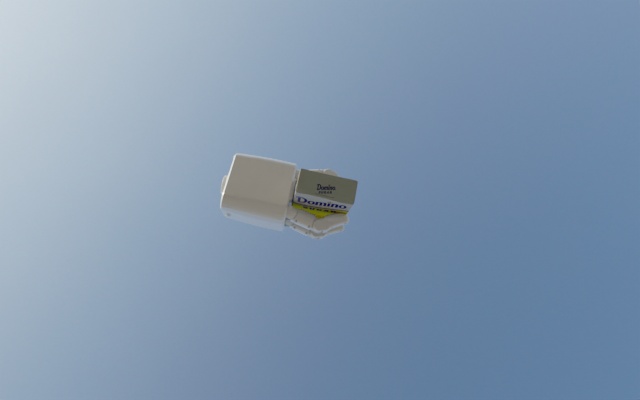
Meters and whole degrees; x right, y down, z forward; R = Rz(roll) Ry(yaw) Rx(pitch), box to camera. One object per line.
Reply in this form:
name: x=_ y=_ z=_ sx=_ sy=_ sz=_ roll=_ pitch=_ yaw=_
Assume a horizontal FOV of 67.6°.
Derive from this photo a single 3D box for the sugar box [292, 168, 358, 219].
sugar box: x=0.000 y=0.003 z=0.802 sx=0.093 sy=0.048 sz=0.176 roll=12 pitch=-15 yaw=-2
